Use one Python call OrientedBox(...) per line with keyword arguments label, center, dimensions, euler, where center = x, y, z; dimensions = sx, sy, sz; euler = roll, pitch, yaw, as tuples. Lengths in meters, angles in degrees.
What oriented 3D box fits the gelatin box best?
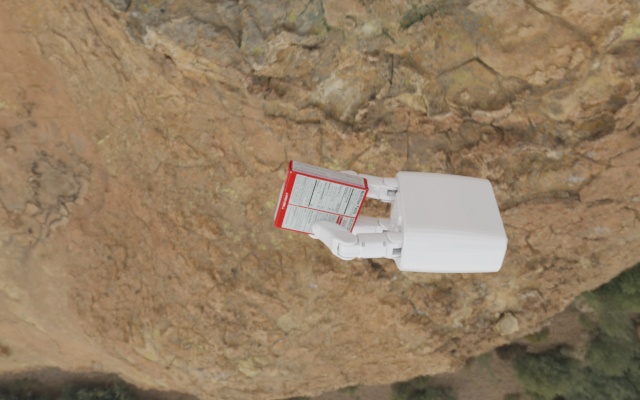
OrientedBox(label="gelatin box", center=(0.000, 0.002, 0.525), dimensions=(0.089, 0.073, 0.030), euler=(12, 30, -10))
